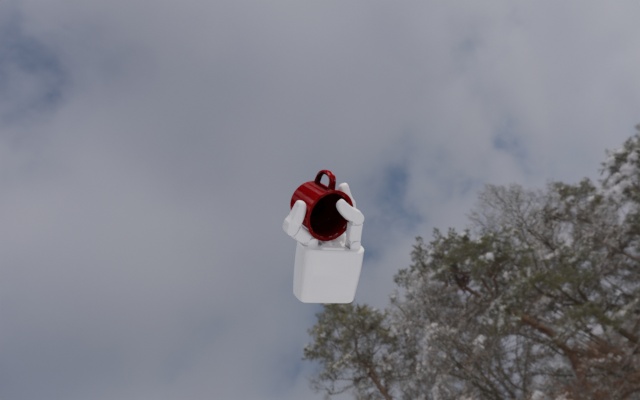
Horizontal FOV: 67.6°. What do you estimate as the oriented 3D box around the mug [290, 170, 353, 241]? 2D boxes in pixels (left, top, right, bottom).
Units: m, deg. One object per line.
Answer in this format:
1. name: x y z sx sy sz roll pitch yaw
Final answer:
1. mug: 0.000 0.001 0.841 0.093 0.117 0.081 -2 20 -31
